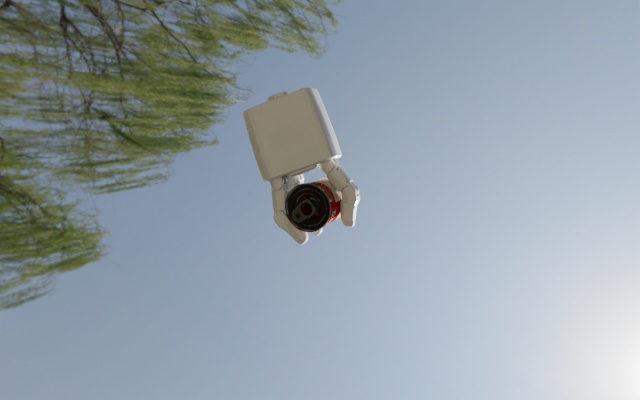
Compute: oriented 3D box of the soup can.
[{"bbox_3d":[0.000,0.003,0.695,0.068,0.068,0.102,0,9,22],"label":"soup can"}]
